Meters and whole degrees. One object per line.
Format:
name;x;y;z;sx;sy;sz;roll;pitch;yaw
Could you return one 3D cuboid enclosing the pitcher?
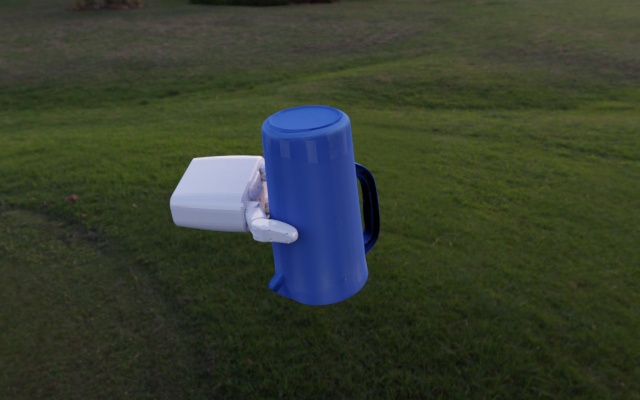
pitcher;0.000;0.002;0.635;0.145;0.243;0.149;1;29;12
